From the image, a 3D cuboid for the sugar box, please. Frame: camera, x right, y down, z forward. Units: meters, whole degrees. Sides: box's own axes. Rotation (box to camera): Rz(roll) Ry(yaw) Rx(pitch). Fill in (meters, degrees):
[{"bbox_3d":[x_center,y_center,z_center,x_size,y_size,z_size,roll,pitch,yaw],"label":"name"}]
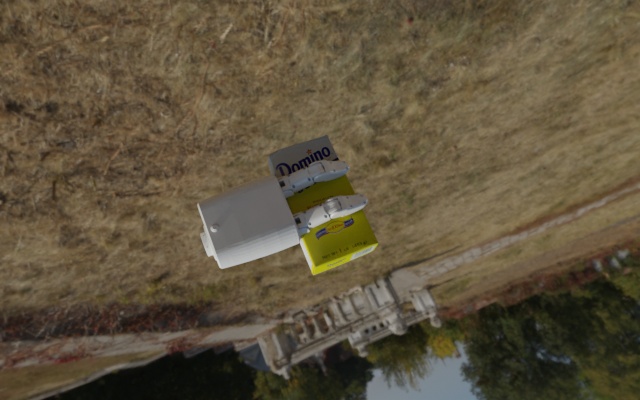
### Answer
[{"bbox_3d":[0.000,0.002,0.653,0.093,0.176,0.048,-20,-19,-13],"label":"sugar box"}]
